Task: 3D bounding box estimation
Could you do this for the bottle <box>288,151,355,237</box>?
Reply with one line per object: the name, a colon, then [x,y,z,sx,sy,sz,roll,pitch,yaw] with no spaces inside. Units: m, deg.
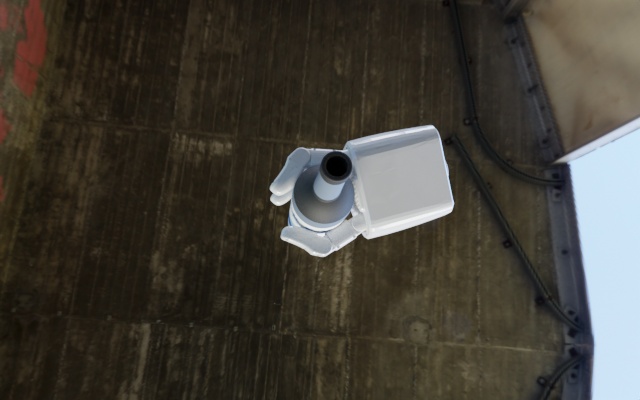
bottle: [0.000,0.002,0.545,0.069,0.069,0.296,0,-12,-5]
